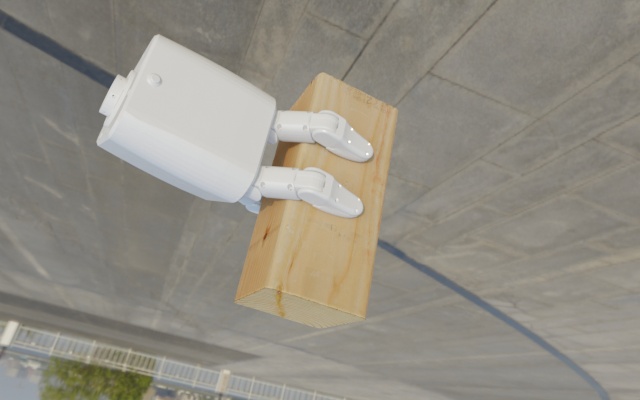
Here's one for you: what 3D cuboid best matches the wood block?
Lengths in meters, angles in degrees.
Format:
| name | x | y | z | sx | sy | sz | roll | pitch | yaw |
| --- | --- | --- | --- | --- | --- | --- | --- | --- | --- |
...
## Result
| name | x | y | z | sx | sy | sz | roll | pitch | yaw |
| --- | --- | --- | --- | --- | --- | --- | --- | --- | --- |
| wood block | 0.000 | 0.002 | 0.443 | 0.090 | 0.206 | 0.091 | 22 | -26 | -19 |
